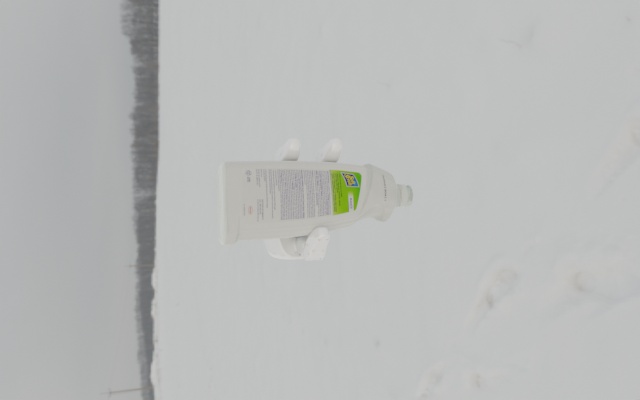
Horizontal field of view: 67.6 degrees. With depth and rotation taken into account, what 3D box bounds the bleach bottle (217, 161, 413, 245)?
[{"bbox_3d":[0.000,0.002,0.604,0.251,0.102,0.068,0,-7,-19],"label":"bleach bottle"}]
